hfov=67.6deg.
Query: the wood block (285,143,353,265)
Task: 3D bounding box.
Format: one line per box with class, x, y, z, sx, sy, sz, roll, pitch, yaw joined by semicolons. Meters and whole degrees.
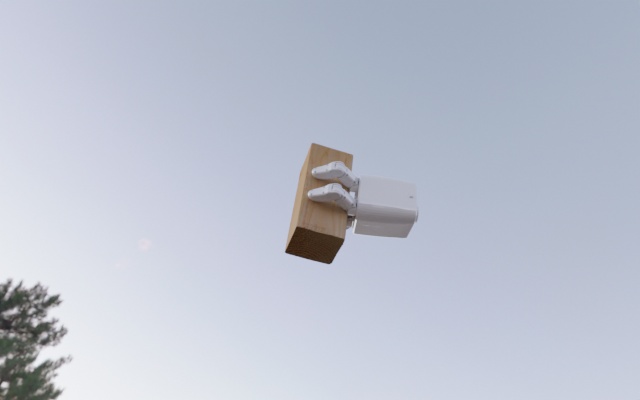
wood block;0.000;0.003;0.898;0.090;0.206;0.091;15;-41;-8
